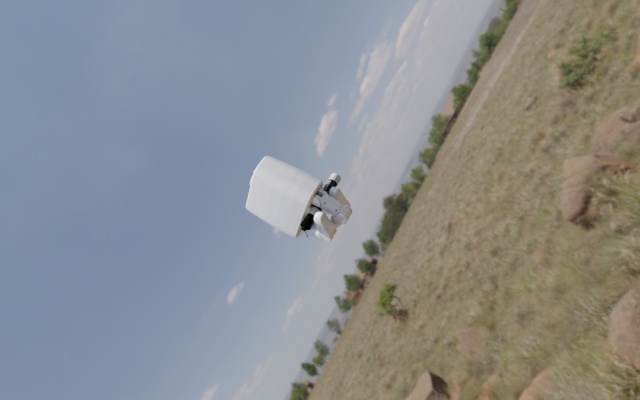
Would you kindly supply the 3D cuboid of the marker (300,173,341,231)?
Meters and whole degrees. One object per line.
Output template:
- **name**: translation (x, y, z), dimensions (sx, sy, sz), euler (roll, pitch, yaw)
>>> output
- **marker**: translation (0.000, 0.003, 0.795), dimensions (0.020, 0.121, 0.020), euler (22, -32, 15)
